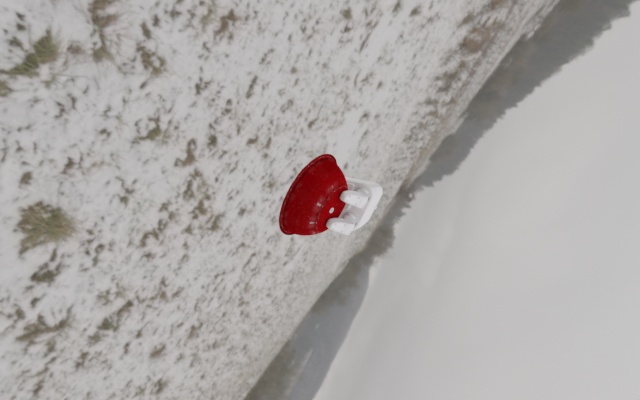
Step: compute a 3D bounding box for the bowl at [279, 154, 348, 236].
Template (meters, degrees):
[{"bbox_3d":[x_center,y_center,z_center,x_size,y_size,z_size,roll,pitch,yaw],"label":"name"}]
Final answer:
[{"bbox_3d":[0.000,0.003,0.824,0.055,0.162,0.162,32,13,23],"label":"bowl"}]
